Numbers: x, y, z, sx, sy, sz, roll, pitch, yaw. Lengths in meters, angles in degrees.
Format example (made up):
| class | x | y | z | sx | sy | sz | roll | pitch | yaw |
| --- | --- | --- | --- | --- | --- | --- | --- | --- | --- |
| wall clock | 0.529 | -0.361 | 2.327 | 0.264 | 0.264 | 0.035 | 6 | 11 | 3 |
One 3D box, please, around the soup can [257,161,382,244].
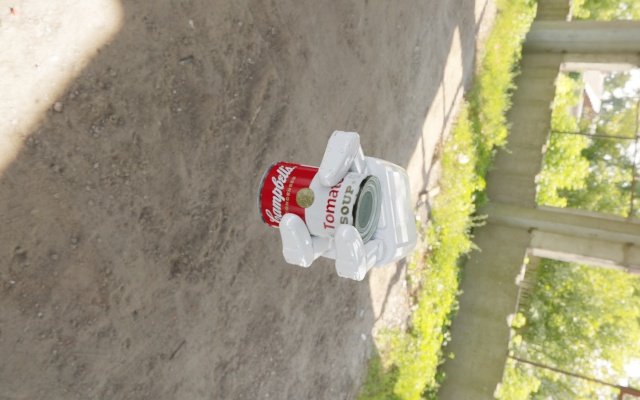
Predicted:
| class | x | y | z | sx | sy | sz | roll | pitch | yaw |
| --- | --- | --- | --- | --- | --- | --- | --- | --- | --- |
| soup can | 0.000 | 0.001 | 0.461 | 0.102 | 0.068 | 0.068 | 10 | 4 | 25 |
